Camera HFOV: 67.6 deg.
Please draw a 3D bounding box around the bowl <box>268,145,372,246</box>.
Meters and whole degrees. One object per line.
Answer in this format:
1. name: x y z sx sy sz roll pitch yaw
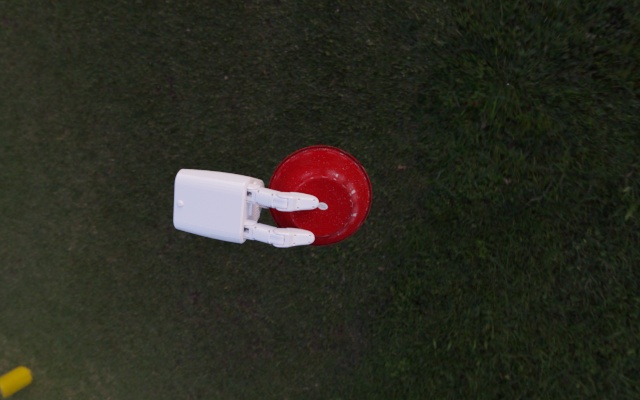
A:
1. bowl: 0.001 0.002 0.712 0.162 0.162 0.055 0 17 -2
